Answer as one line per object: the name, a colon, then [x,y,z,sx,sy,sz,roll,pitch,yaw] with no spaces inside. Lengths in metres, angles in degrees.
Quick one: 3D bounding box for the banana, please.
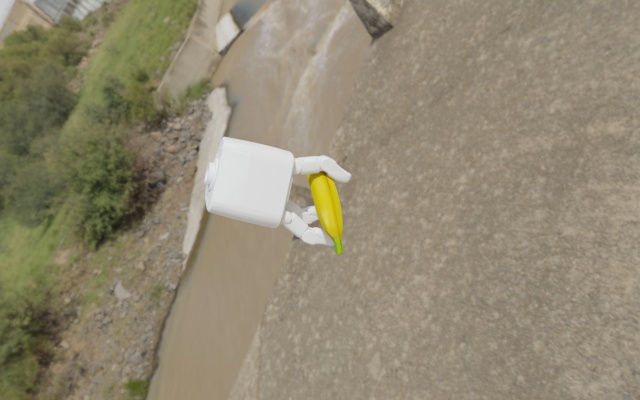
banana: [0.003,-0.009,0.750,0.037,0.070,0.197,-3,43,-11]
